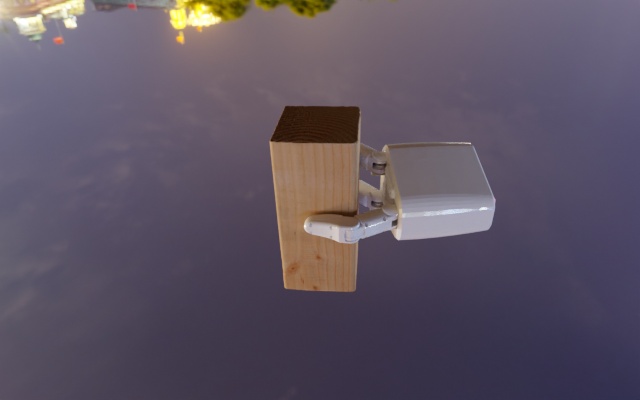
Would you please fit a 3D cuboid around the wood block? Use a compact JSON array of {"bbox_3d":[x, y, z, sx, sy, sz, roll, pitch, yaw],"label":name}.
[{"bbox_3d":[0.000,0.002,0.565,0.090,0.206,0.090,2,35,6],"label":"wood block"}]
